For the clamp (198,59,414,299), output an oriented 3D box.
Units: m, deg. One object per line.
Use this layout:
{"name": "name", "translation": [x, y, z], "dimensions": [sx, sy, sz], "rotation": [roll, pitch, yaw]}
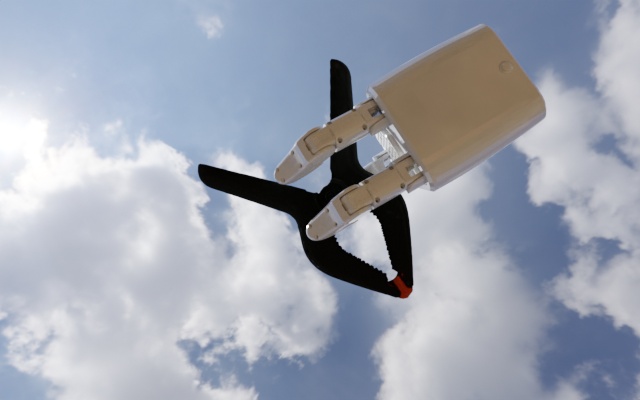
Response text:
{"name": "clamp", "translation": [0.001, 0.002, 0.411], "dimensions": [0.164, 0.210, 0.036], "rotation": [-32, -12, 4]}
